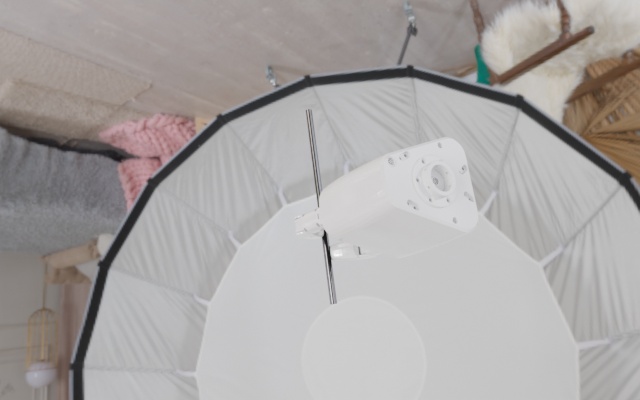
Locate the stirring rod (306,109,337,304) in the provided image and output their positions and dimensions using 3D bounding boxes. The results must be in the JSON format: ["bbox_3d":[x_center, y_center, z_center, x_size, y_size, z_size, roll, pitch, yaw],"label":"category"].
[{"bbox_3d":[0.000,0.002,0.571,0.011,0.239,0.011,-7,-15,-2],"label":"stirring rod"}]
